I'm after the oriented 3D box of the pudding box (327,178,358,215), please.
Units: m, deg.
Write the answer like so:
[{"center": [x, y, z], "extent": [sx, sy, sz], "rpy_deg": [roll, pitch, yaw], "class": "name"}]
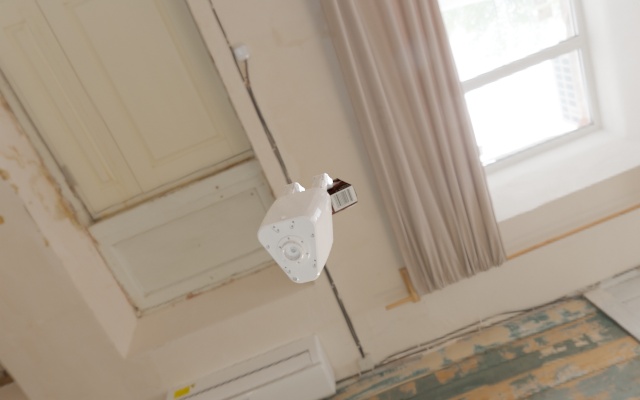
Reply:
[{"center": [0.000, 0.003, 0.853], "extent": [0.113, 0.039, 0.090], "rpy_deg": [-23, 16, -10], "class": "pudding box"}]
